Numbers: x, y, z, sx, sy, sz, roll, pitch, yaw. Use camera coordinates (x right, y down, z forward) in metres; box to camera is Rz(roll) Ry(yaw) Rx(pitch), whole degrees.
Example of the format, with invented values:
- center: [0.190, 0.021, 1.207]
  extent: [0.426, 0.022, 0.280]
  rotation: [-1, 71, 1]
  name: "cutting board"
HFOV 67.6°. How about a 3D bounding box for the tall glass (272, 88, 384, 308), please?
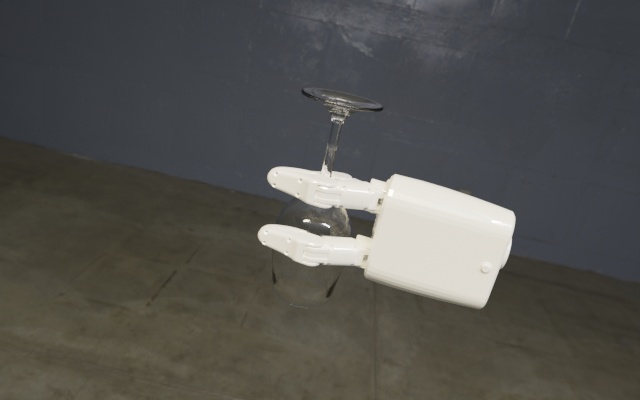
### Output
- center: [0.000, 0.001, 0.454]
  extent: [0.079, 0.201, 0.079]
  rotation: [11, 21, -4]
  name: "tall glass"
